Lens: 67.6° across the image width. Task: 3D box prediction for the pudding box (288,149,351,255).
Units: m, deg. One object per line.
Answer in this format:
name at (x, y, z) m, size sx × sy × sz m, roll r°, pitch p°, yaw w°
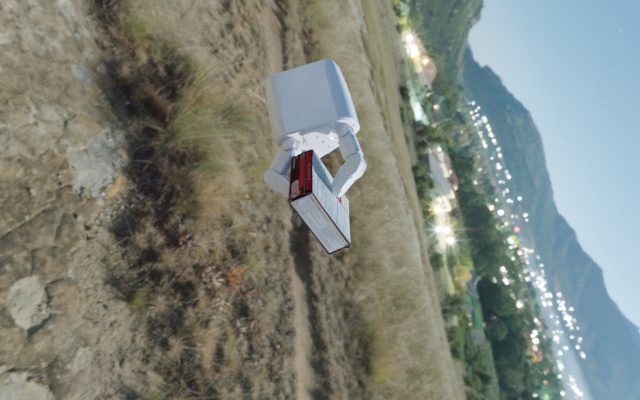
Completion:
pudding box at (0.000, 0.002, 0.632) m, size 0.039 × 0.090 × 0.113 m, roll -22°, pitch -52°, yaw 20°
